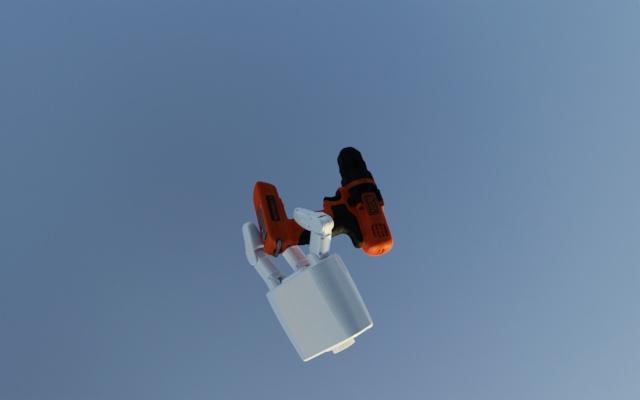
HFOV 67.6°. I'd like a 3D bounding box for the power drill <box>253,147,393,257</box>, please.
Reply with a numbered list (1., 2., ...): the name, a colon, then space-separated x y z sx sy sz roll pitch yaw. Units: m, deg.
1. power drill: 0.000 0.003 0.701 0.187 0.184 0.057 -7 -31 -16
